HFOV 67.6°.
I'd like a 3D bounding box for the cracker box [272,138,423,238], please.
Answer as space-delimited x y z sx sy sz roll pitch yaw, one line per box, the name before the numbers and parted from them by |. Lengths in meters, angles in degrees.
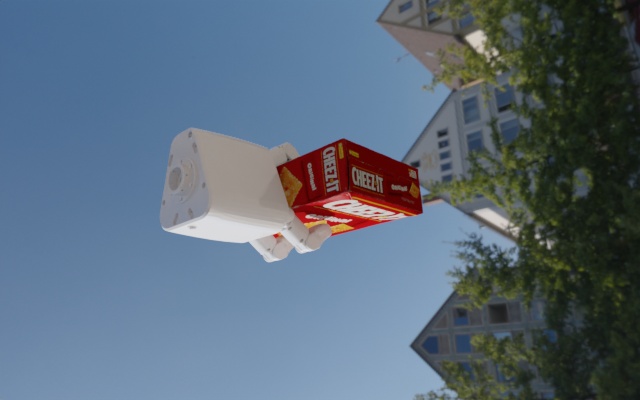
cracker box | 0.000 0.002 0.627 0.214 0.072 0.164 -17 -20 38
